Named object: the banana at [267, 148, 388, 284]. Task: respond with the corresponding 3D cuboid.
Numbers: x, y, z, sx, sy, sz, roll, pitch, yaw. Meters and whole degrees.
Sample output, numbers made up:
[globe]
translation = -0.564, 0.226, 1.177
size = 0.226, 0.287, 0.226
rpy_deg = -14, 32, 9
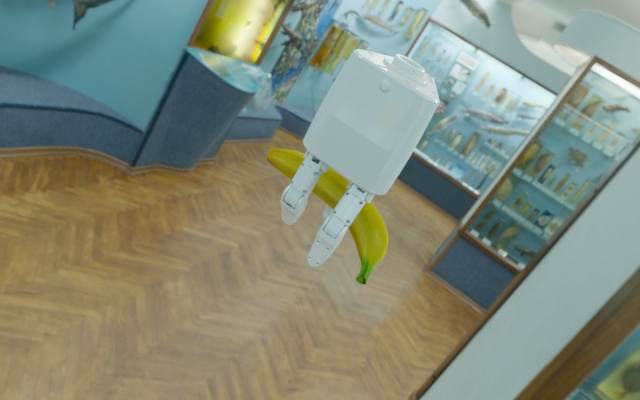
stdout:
[banana]
translation = 0.016, 0.001, 0.533
size = 0.069, 0.037, 0.197
rpy_deg = -14, 53, -39
